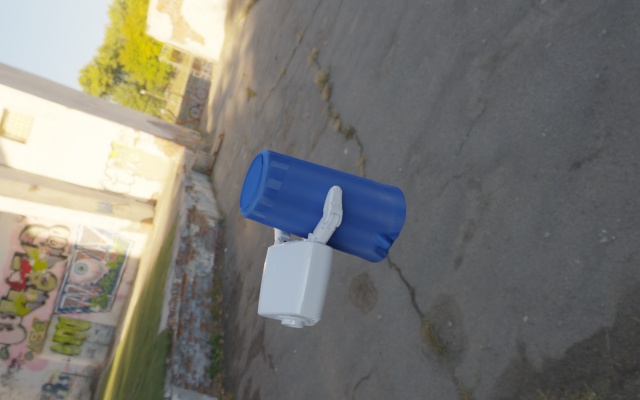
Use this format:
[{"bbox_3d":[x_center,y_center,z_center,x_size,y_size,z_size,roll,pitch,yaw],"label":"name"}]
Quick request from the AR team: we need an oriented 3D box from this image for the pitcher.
[{"bbox_3d":[0.000,0.003,0.765,0.243,0.145,0.149,18,-23,-22],"label":"pitcher"}]
